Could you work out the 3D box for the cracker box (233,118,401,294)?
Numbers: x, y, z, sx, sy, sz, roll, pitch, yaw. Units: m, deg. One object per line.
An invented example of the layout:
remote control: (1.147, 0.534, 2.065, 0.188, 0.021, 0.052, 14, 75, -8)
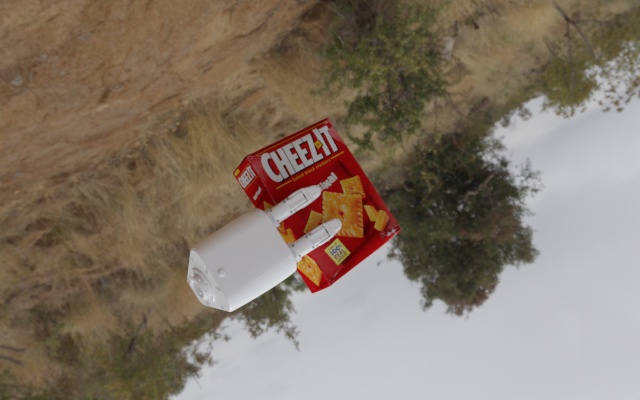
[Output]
cracker box: (0.000, 0.003, 0.712, 0.164, 0.213, 0.072, -31, -3, -34)
